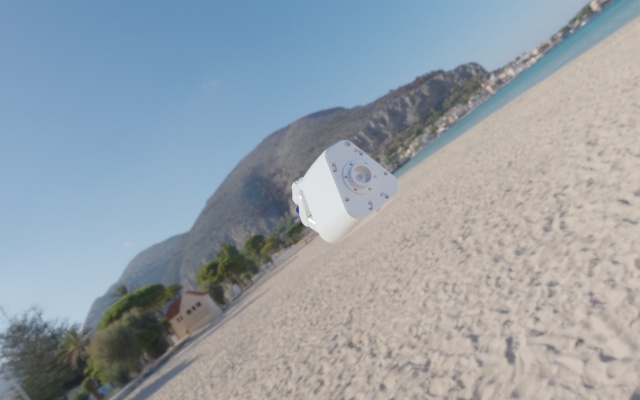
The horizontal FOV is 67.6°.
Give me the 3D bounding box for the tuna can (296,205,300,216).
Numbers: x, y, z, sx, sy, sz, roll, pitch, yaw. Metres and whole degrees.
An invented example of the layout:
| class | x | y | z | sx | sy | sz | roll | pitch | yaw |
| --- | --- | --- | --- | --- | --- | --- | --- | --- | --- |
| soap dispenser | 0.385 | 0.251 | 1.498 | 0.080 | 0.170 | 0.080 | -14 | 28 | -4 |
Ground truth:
| class | x | y | z | sx | sy | sz | roll | pitch | yaw |
| --- | --- | --- | --- | --- | --- | --- | --- | --- | --- |
| tuna can | 0.000 | 0.002 | 0.802 | 0.086 | 0.033 | 0.086 | -40 | -7 | -6 |
